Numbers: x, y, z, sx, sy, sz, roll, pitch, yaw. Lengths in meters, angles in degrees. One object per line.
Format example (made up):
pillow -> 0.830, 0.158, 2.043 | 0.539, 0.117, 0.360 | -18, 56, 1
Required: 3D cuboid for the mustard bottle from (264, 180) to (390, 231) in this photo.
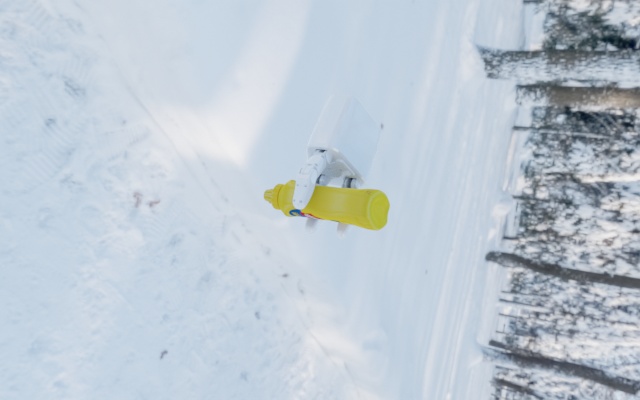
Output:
mustard bottle -> 0.000, 0.003, 0.714 | 0.191, 0.058, 0.096 | 8, -3, 25
